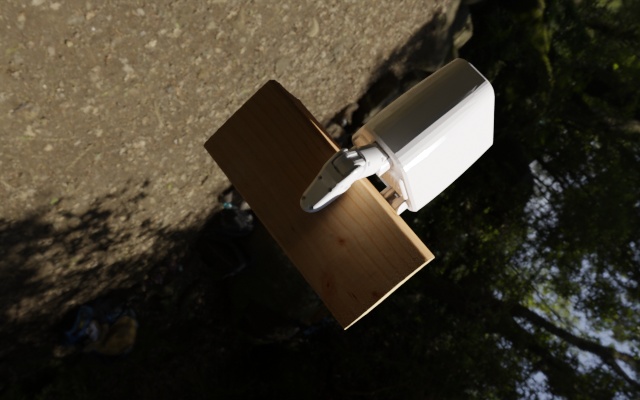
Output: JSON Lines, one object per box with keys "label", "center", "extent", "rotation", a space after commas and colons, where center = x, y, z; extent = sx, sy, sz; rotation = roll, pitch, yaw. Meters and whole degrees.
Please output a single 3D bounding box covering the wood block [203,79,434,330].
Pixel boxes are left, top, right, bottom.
{"label": "wood block", "center": [0.000, 0.001, 0.441], "extent": [0.090, 0.206, 0.091], "rotation": [-42, -14, 10]}
